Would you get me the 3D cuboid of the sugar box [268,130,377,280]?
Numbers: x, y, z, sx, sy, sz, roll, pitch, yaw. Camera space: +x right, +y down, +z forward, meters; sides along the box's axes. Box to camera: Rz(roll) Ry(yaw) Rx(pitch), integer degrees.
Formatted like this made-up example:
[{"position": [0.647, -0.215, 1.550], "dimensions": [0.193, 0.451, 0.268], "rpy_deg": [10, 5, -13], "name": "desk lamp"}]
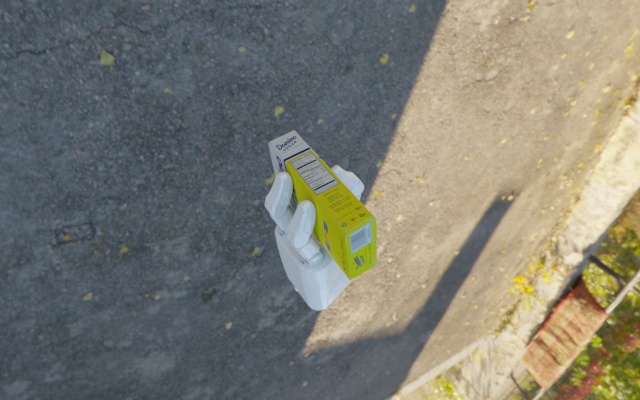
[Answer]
[{"position": [0.000, 0.002, 0.575], "dimensions": [0.048, 0.093, 0.176], "rpy_deg": [-29, 51, -19], "name": "sugar box"}]
